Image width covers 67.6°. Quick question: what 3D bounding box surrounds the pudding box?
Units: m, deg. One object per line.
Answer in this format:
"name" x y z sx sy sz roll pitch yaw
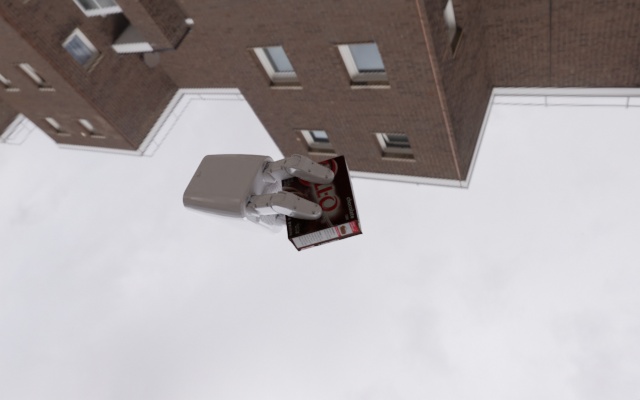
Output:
"pudding box" 0.000 0.002 0.615 0.090 0.113 0.039 -17 -38 8
